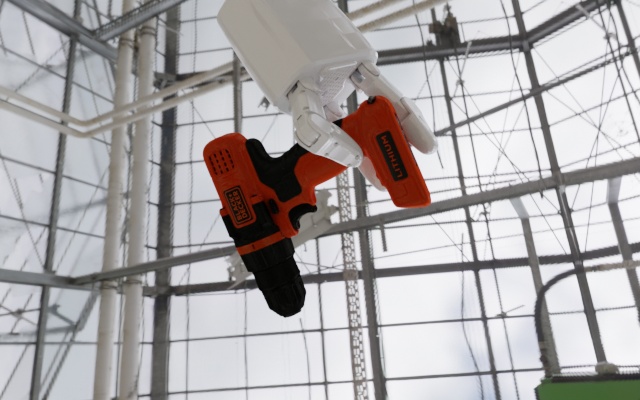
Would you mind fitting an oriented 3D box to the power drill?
[{"bbox_3d":[0.000,0.001,0.437,0.187,0.184,0.057,-22,5,13],"label":"power drill"}]
